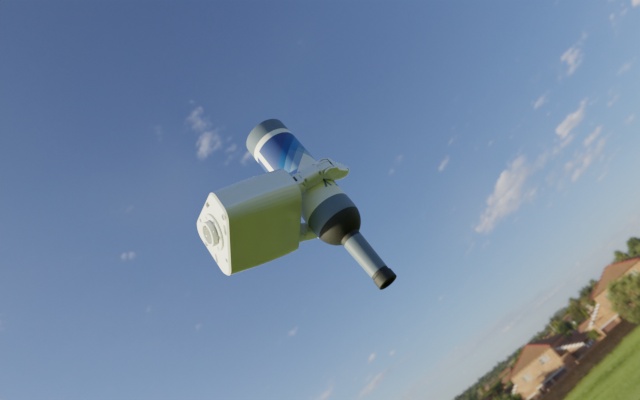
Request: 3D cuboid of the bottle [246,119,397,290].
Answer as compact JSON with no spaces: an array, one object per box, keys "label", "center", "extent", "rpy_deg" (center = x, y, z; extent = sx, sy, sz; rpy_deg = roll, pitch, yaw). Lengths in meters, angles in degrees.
[{"label":"bottle","center":[0.000,0.002,0.658],"extent":[0.069,0.069,0.295],"rpy_deg":[0,43,-51]}]
